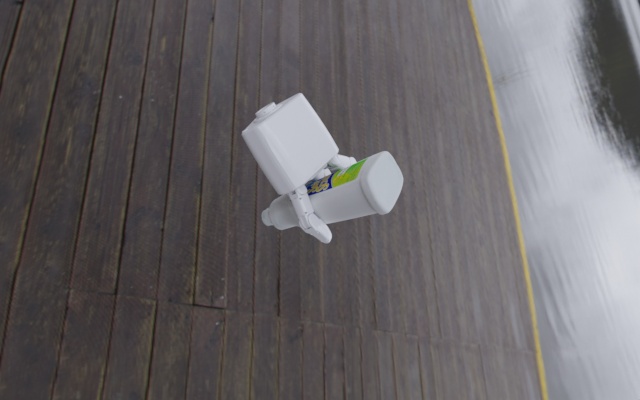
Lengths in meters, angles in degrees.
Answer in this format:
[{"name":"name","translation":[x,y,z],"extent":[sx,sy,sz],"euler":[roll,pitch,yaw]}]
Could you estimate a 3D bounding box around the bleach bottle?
[{"name":"bleach bottle","translation":[0.000,0.002,0.743],"extent":[0.251,0.068,0.102],"euler":[-19,23,37]}]
